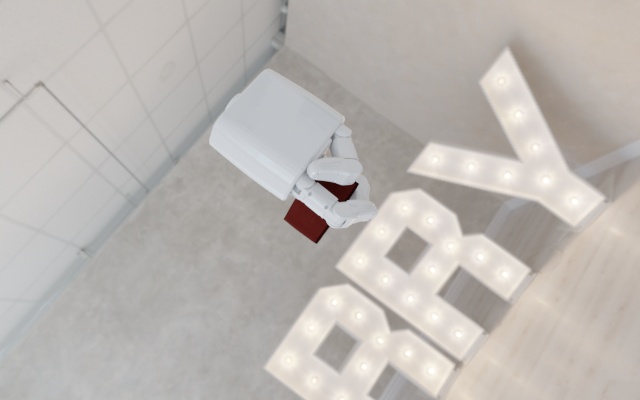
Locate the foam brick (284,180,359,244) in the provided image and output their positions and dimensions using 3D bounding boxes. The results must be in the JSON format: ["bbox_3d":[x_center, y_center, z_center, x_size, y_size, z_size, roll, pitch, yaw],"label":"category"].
[{"bbox_3d":[0.000,0.002,0.565,0.051,0.053,0.078,35,-43,1],"label":"foam brick"}]
